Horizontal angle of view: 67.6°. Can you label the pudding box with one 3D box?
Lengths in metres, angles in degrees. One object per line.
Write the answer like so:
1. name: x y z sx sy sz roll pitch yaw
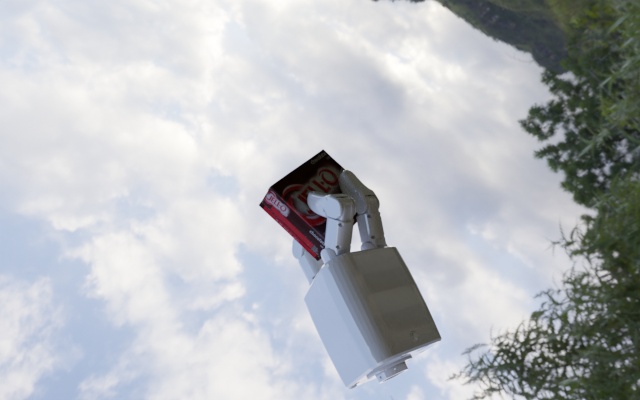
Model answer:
1. pudding box: 0.000 0.002 0.533 0.039 0.090 0.113 -51 -6 39
